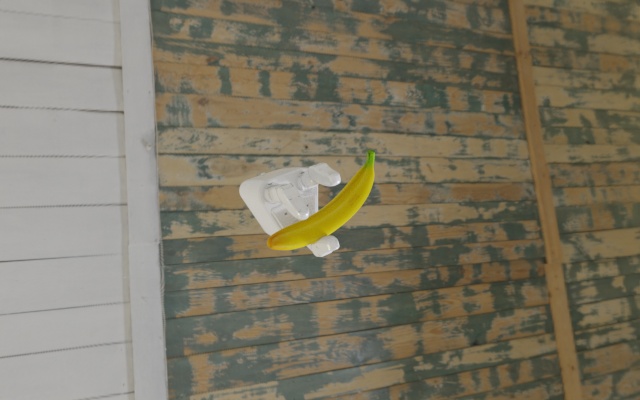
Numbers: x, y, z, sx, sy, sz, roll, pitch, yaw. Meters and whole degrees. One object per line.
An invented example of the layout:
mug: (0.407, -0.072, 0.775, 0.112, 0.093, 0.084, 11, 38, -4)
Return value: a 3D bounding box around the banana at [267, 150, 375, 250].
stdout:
banana: (0.011, 0.013, 0.673, 0.198, 0.070, 0.037, -43, 34, -13)
